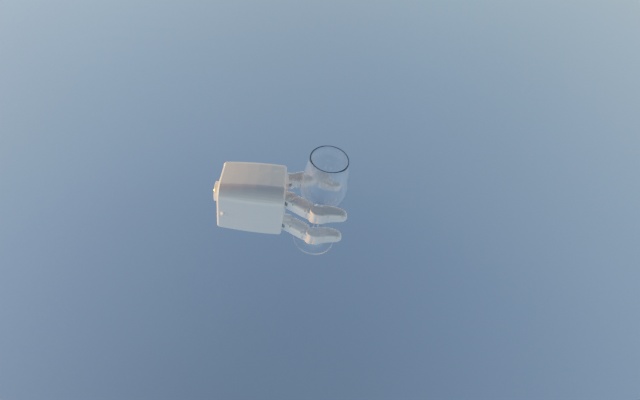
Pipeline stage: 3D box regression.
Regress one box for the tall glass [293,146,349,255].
[{"bbox_3d":[0.000,0.003,0.803,0.079,0.079,0.201,0,-42,-11],"label":"tall glass"}]
